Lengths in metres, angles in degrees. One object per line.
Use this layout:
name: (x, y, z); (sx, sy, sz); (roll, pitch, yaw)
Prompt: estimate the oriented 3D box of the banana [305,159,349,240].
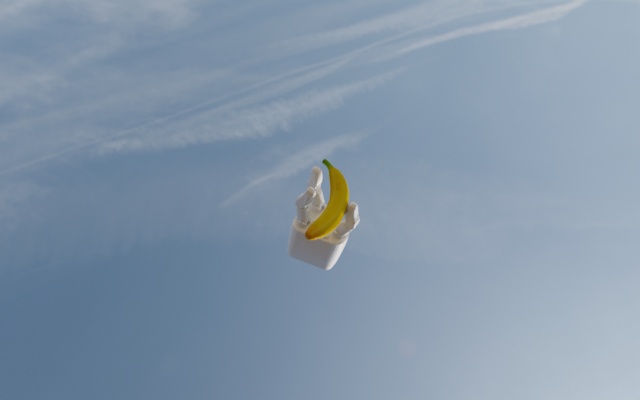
banana: (0.018, 0.006, 0.904); (0.069, 0.197, 0.037); (18, -42, -6)
